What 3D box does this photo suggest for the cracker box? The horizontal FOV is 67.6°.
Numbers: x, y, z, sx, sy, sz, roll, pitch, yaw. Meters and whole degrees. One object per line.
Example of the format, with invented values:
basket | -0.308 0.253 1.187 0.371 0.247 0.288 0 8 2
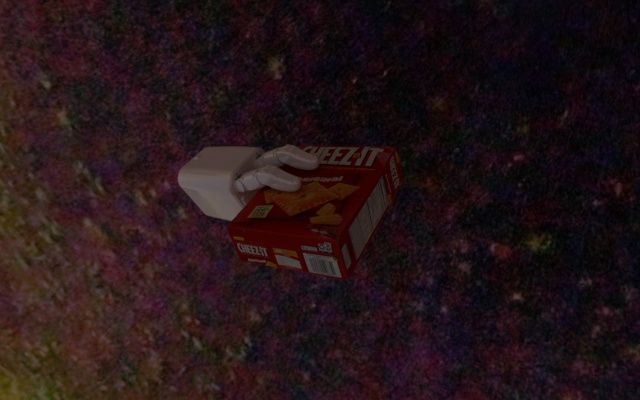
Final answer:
cracker box | 0.000 0.002 0.660 0.164 0.072 0.213 6 39 28
